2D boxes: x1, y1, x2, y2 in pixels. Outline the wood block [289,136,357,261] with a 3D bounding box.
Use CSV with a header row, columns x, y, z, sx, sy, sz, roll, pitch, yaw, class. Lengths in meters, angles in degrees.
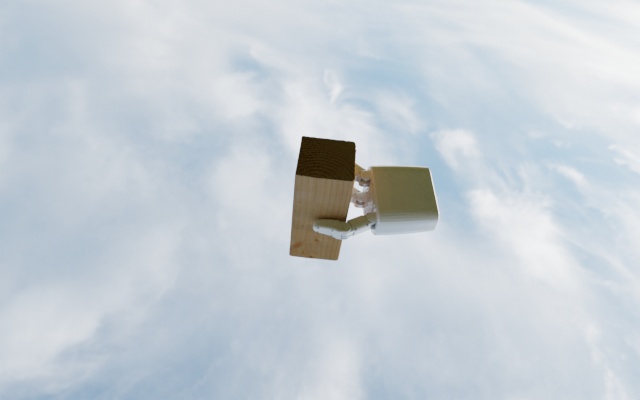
x,y,z,sx,sy,sz,roll,pitch,yaw,class
0.000,0.003,0.801,0.090,0.090,0.206,6,-42,-1,wood block
